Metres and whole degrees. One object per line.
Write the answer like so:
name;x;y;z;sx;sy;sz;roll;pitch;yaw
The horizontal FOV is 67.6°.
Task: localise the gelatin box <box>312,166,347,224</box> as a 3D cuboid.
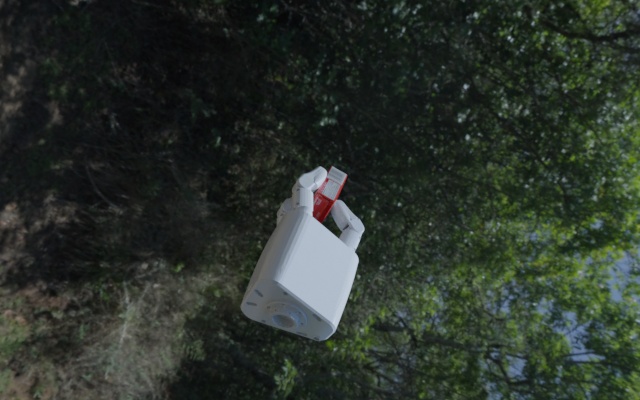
gelatin box;0.001;0.002;0.665;0.030;0.073;0.089;31;32;-2
